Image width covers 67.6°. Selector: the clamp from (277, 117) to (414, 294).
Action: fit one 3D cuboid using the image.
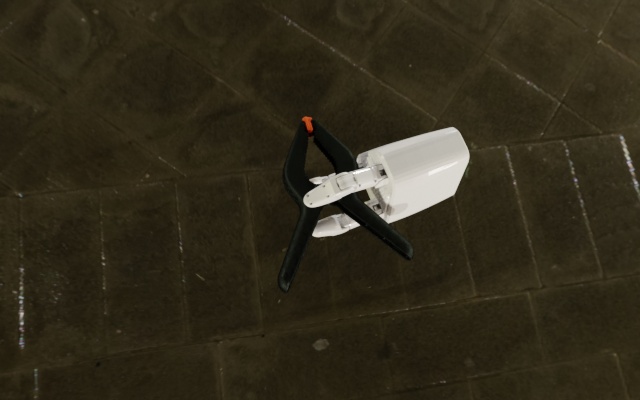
[{"bbox_3d":[0.000,0.001,0.575,0.164,0.210,0.036,-20,-12,-10],"label":"clamp"}]
